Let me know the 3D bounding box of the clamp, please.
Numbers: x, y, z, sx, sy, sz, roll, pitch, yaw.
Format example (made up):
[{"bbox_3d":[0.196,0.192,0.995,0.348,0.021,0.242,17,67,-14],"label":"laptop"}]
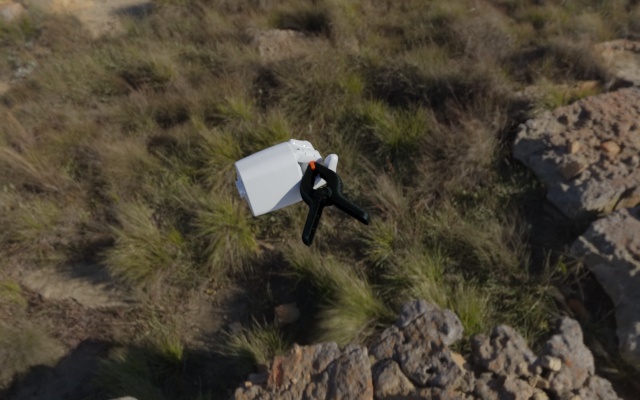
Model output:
[{"bbox_3d":[0.000,0.002,0.848,0.120,0.171,0.039,-23,-40,-9],"label":"clamp"}]
